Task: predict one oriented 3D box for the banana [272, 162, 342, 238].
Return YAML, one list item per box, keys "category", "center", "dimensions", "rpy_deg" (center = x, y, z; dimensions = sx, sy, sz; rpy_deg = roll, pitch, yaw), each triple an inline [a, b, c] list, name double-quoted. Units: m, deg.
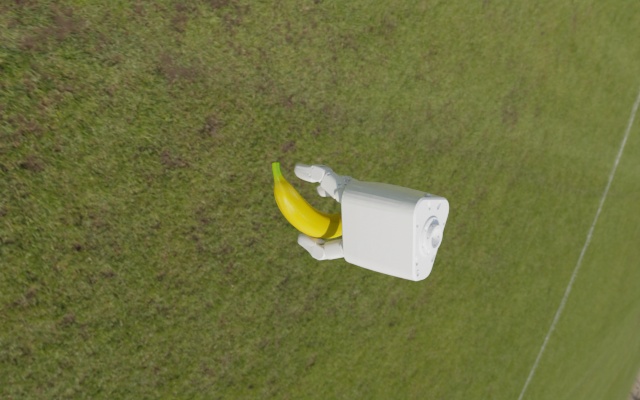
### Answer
- category: "banana"
  center: [-0.007, 0.018, 0.683]
  dimensions: [0.037, 0.069, 0.198]
  rpy_deg: [4, -22, 37]
